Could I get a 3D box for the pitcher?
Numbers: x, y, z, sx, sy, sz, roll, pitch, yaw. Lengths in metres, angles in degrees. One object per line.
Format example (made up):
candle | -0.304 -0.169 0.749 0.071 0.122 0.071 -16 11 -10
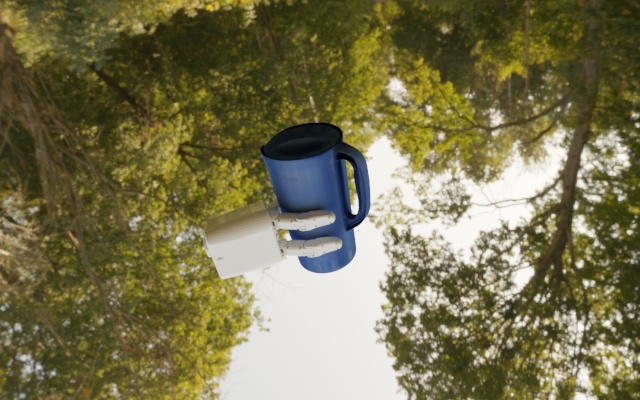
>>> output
pitcher | 0.000 0.003 0.800 0.145 0.243 0.149 -18 31 -8
